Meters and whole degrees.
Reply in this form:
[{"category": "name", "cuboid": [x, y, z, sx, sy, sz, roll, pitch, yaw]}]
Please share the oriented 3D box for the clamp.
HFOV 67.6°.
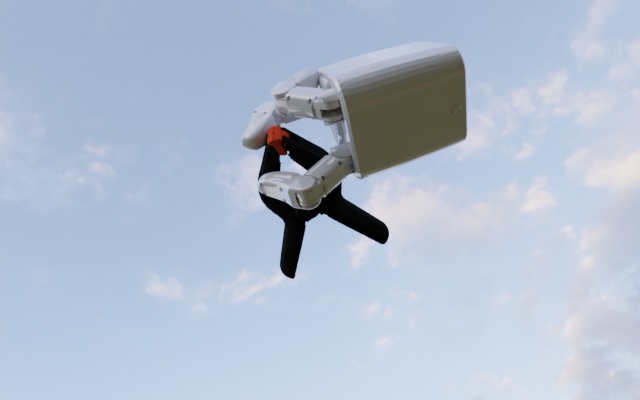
[{"category": "clamp", "cuboid": [0.000, 0.001, 0.465, 0.120, 0.172, 0.039, -18, 39, -3]}]
